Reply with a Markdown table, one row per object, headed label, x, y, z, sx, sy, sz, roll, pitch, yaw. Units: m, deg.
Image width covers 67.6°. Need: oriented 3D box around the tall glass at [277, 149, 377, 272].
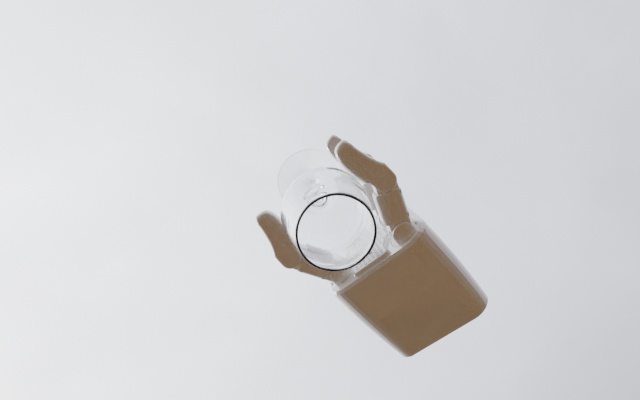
| label | x | y | z | sx | sy | sz | roll | pitch | yaw |
| --- | --- | --- | --- | --- | --- | --- | --- | --- | --- |
| tall glass | 0.000 | 0.001 | 0.451 | 0.079 | 0.079 | 0.201 | 0 | 13 | -7 |
